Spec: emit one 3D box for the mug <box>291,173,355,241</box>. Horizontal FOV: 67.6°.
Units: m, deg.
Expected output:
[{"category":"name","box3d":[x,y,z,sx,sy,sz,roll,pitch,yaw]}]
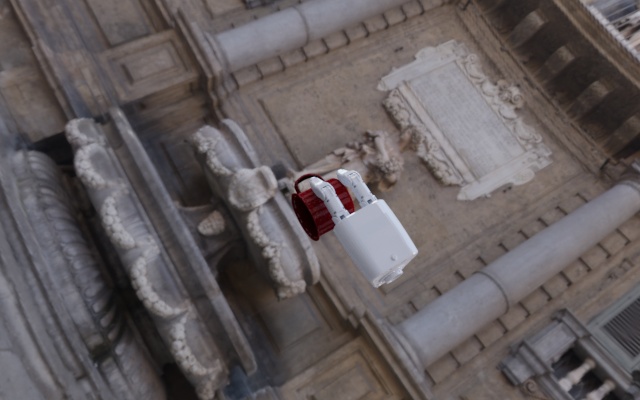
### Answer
[{"category":"mug","box3d":[0.000,0.002,0.843,0.081,0.117,0.093,-27,-19,-18]}]
